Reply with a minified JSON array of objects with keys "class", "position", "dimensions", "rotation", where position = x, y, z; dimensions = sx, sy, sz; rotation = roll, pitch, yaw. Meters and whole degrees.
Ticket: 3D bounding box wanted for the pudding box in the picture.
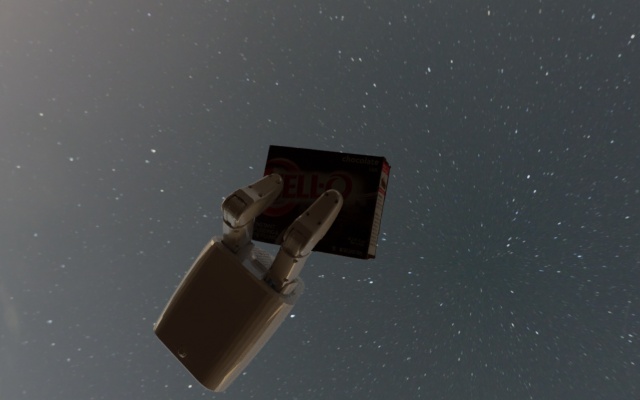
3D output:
[{"class":"pudding box","position":[0.000,0.001,0.432],"dimensions":[0.113,0.090,0.039],"rotation":[8,-6,18]}]
